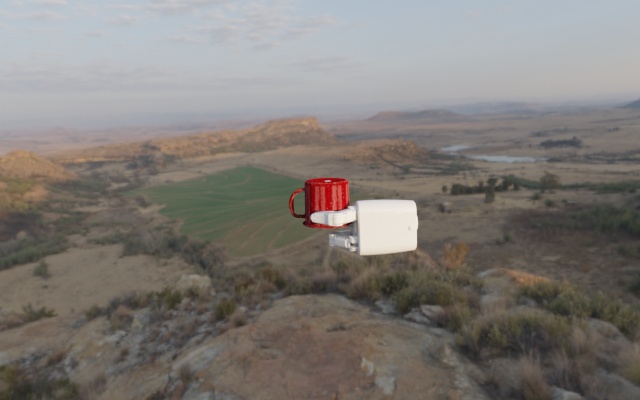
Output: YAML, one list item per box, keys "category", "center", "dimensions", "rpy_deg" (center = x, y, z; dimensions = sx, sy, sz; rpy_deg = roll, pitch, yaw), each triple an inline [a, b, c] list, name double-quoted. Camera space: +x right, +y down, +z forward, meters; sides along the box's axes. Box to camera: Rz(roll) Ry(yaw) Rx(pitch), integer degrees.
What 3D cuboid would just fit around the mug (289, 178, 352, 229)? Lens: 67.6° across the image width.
- category: "mug"
  center: [-0.001, 0.003, 0.881]
  dimensions: [0.117, 0.081, 0.093]
  rpy_deg: [-3, 10, -5]
